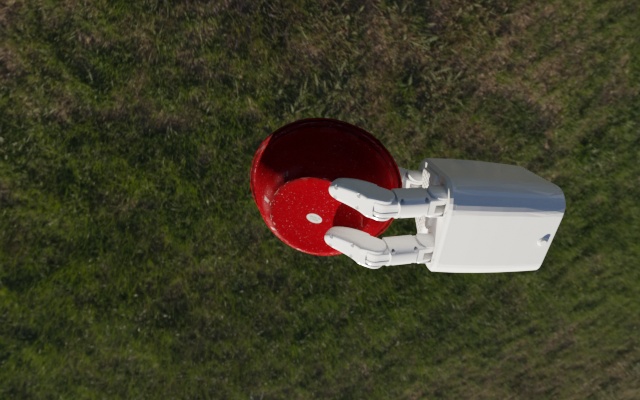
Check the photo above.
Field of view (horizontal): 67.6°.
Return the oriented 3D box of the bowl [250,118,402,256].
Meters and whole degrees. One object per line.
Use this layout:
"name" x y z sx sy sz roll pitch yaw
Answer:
"bowl" -0.001 0.002 0.481 0.162 0.162 0.055 0 33 12
